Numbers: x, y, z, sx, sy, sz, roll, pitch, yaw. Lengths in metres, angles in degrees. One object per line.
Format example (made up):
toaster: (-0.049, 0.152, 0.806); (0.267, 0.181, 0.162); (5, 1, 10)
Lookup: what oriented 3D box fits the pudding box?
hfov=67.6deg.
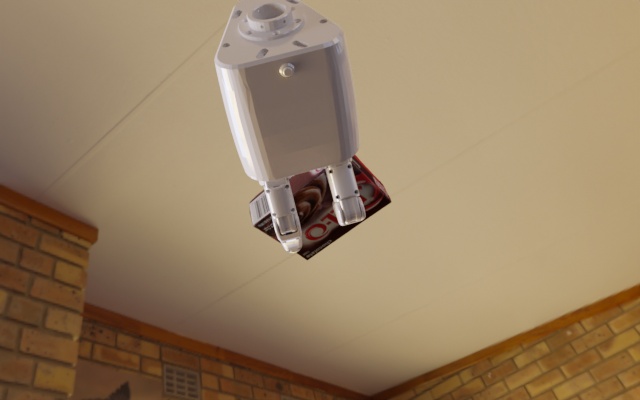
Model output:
pudding box: (0.000, 0.001, 0.470); (0.113, 0.039, 0.090); (-35, -44, 16)
